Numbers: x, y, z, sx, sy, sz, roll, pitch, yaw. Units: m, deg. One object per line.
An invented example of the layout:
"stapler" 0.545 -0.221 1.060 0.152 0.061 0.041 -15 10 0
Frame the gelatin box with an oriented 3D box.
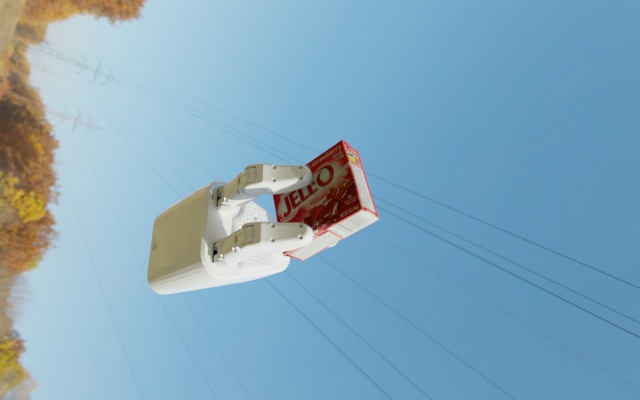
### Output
"gelatin box" 0.001 0.001 0.420 0.089 0.073 0.030 -31 -36 26
